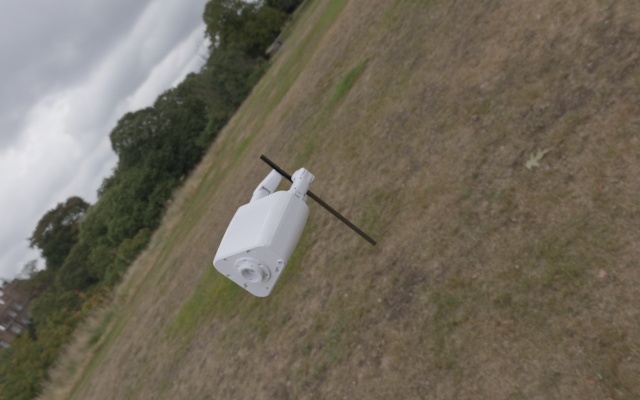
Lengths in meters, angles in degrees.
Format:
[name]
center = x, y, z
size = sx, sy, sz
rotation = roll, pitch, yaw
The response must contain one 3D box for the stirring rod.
[stirring rod]
center = 0.000, 0.003, 0.769
size = 0.239, 0.011, 0.011
rotation = 38, -12, -16
